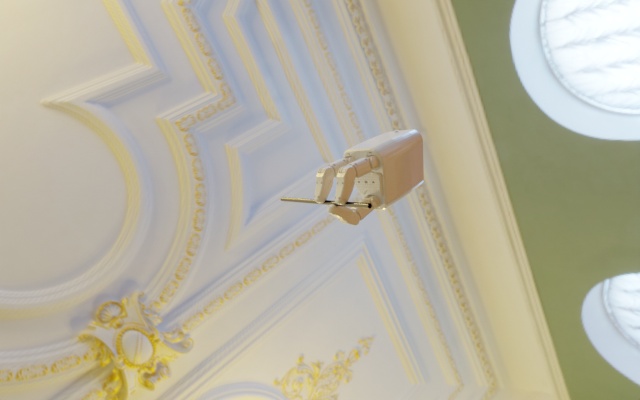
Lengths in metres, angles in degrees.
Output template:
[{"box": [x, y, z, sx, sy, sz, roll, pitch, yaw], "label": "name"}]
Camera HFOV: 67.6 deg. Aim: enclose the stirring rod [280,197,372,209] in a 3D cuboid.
[{"box": [0.000, 0.003, 0.781, 0.011, 0.011, 0.239, 0, 2, -36], "label": "stirring rod"}]
